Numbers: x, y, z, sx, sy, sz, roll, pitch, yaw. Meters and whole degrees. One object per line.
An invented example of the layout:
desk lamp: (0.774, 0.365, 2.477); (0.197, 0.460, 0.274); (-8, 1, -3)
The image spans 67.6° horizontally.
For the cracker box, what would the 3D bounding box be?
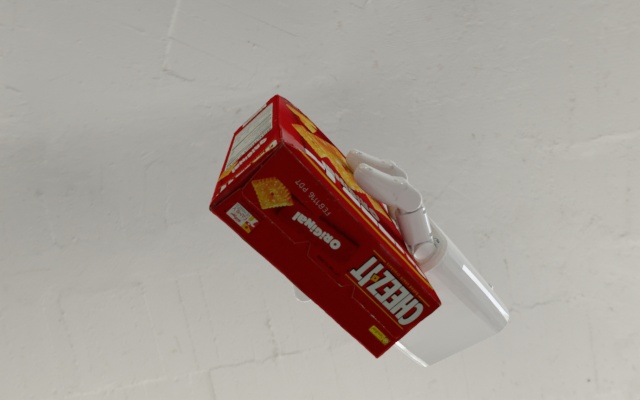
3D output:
cracker box: (0.000, 0.001, 0.405); (0.164, 0.072, 0.213); (44, 10, -18)
